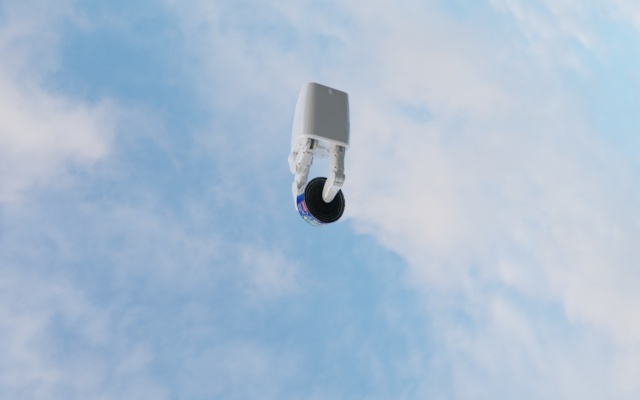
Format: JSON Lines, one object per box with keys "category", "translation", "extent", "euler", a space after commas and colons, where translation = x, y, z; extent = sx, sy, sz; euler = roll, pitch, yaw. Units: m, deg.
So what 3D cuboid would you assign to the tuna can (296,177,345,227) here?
{"category": "tuna can", "translation": [0.000, 0.003, 0.854], "extent": [0.086, 0.086, 0.034], "euler": [0, -16, -33]}
